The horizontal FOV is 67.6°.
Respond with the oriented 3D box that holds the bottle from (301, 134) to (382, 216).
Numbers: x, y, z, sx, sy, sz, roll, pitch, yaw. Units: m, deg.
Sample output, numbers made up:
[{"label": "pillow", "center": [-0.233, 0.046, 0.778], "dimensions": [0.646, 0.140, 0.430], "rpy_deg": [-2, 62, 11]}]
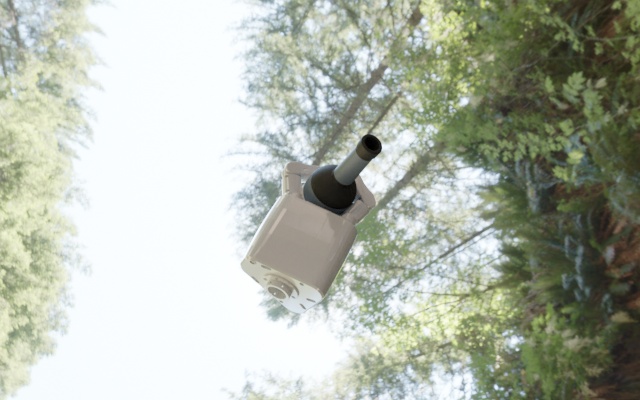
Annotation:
[{"label": "bottle", "center": [0.000, 0.002, 0.659], "dimensions": [0.069, 0.069, 0.296], "rpy_deg": [0, -27, -27]}]
